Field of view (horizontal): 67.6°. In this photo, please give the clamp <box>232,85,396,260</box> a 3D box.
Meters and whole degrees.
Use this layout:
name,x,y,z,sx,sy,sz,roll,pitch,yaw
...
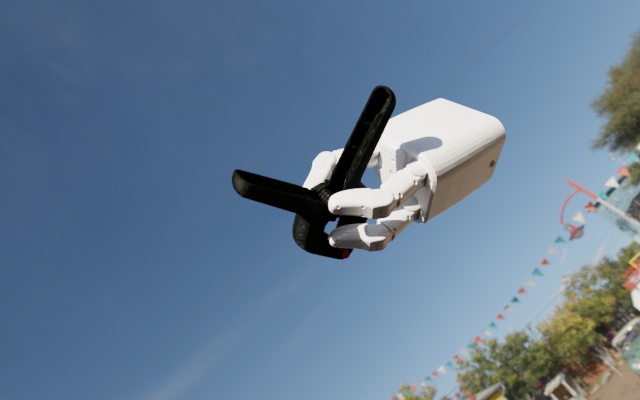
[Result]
name,x,y,z,sx,sy,sz,roll,pitch,yaw
clamp,0.000,0.001,0.474,0.164,0.210,0.036,-28,54,-20
